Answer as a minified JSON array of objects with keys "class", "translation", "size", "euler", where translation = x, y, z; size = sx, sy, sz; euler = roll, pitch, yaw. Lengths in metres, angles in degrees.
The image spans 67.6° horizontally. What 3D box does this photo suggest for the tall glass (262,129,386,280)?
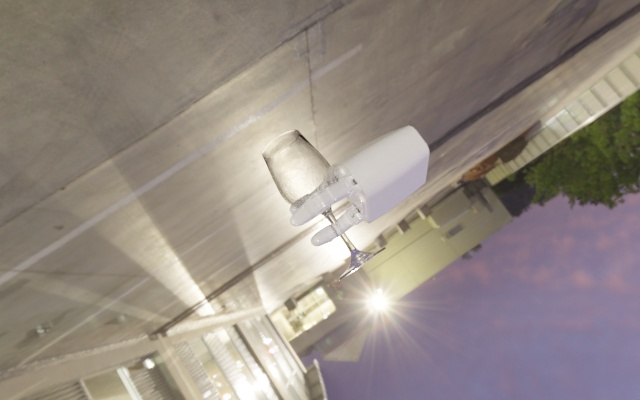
[{"class":"tall glass","translation":[0.000,0.003,0.639],"size":[0.079,0.201,0.079],"euler":[-33,-10,-7]}]
